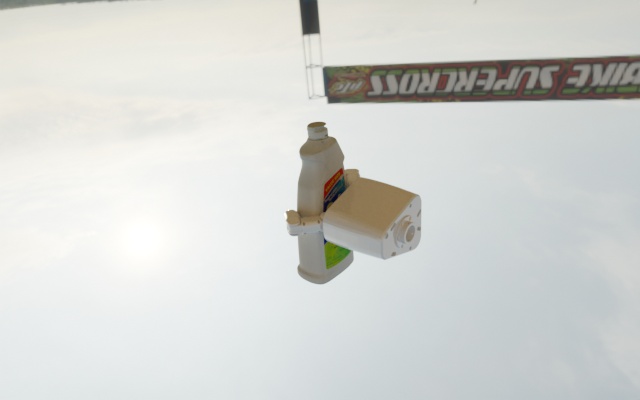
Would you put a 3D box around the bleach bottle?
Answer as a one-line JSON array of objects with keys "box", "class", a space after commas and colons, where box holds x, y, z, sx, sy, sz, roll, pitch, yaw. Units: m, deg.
[{"box": [0.000, 0.002, 0.755, 0.068, 0.251, 0.102, 18, 35, 39], "class": "bleach bottle"}]
